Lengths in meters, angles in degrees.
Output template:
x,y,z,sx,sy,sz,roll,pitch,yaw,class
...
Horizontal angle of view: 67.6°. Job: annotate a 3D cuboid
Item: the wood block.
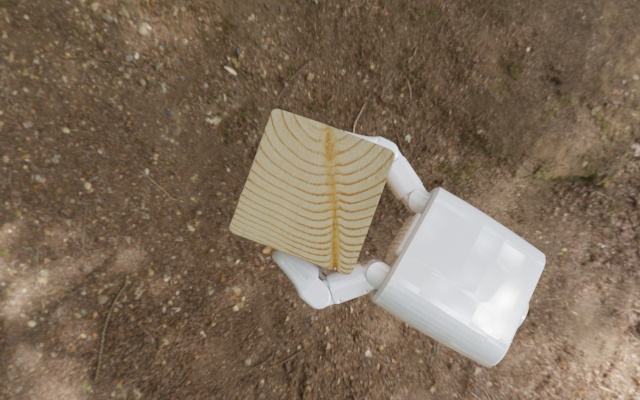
x,y,z,sx,sy,sz,roll,pitch,yaw,class
0.001,0.001,0.416,0.090,0.091,0.206,20,-3,5,wood block
